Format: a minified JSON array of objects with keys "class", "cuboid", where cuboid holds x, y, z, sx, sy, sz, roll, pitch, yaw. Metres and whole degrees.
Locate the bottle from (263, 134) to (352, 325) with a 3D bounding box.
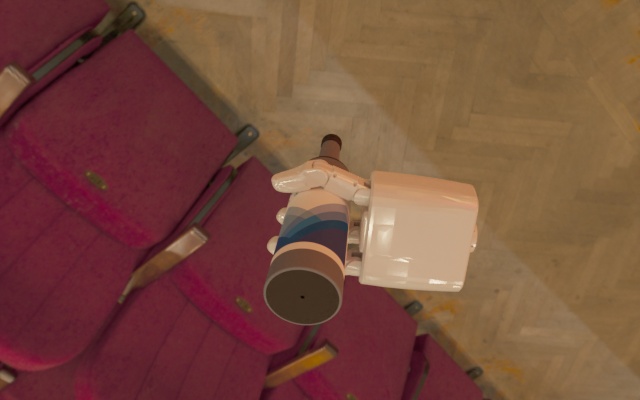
[{"class":"bottle","cuboid":[0.000,0.002,0.519,0.069,0.069,0.295,0,33,7]}]
